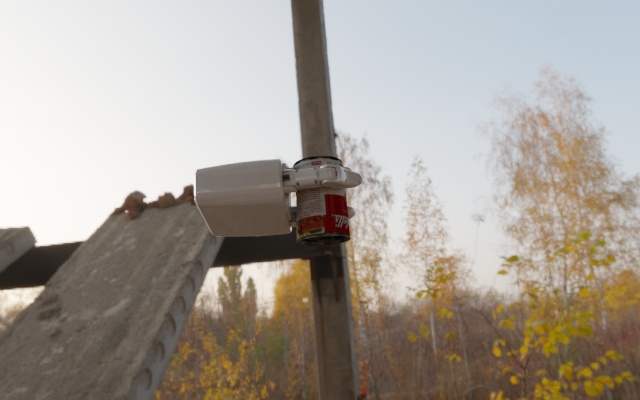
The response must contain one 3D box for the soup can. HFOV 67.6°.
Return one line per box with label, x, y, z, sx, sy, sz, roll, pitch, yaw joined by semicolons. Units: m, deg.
soup can;0.001;0.002;0.608;0.068;0.102;0.068;-4;-15;-1
